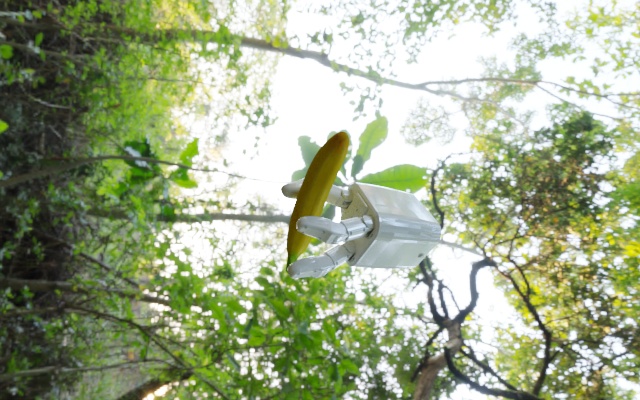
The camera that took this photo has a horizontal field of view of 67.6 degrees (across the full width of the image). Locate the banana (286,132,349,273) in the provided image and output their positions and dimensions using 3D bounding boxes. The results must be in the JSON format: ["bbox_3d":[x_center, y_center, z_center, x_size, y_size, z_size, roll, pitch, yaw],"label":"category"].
[{"bbox_3d":[-0.006,-0.003,0.612,0.037,0.198,0.069,11,23,-21],"label":"banana"}]
